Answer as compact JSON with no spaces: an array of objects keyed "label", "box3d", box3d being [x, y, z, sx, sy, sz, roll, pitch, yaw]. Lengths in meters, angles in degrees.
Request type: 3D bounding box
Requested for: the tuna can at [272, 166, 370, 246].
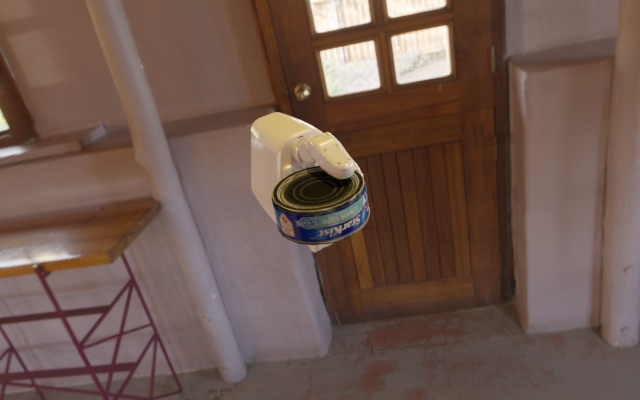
[{"label":"tuna can","box3d":[0.000,0.001,0.428,0.086,0.034,0.086,-8,30,4]}]
